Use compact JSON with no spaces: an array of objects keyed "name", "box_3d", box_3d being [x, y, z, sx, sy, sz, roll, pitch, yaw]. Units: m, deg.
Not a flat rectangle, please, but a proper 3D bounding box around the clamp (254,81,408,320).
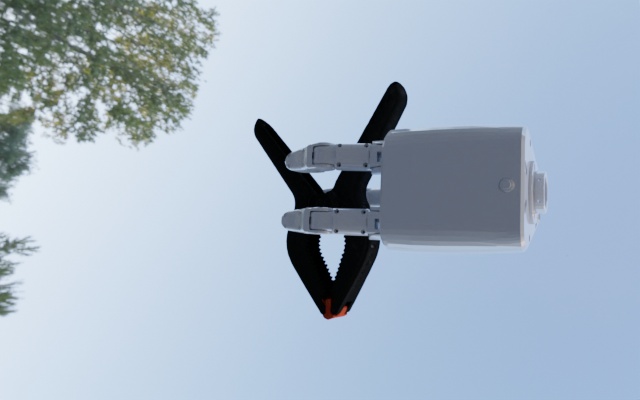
[{"name":"clamp","box_3d":[0.001,0.002,0.449,0.164,0.210,0.036,0,-6,33]}]
